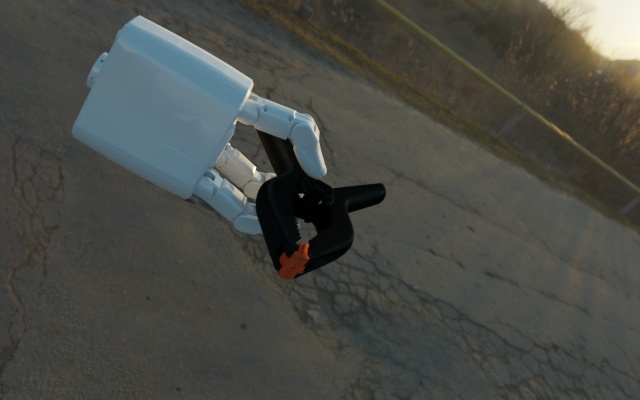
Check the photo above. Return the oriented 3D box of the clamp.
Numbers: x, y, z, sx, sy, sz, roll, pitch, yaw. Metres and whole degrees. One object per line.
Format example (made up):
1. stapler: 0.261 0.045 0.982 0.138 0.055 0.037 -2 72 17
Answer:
1. clamp: 0.000 0.001 0.449 0.164 0.036 0.209 28 31 -17
